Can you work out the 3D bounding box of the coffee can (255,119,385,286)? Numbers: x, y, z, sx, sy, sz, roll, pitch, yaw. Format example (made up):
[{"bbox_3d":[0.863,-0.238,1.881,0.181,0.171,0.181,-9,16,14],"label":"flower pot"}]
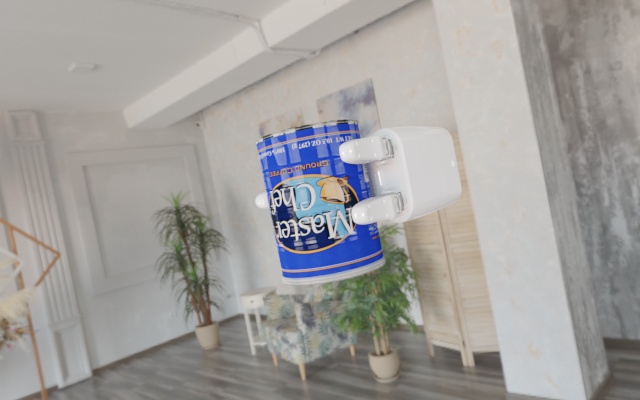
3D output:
[{"bbox_3d":[0.000,0.002,0.467,0.103,0.140,0.103,-11,1,0],"label":"coffee can"}]
